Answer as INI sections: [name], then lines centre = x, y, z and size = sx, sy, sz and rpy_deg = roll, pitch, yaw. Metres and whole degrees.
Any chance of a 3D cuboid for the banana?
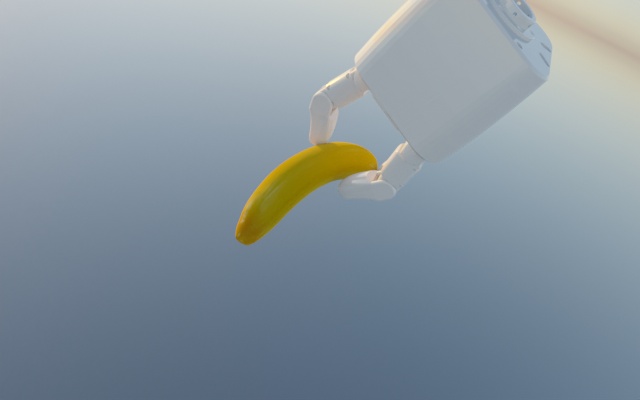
[banana]
centre = -0.002, -0.017, 0.453
size = 0.198, 0.069, 0.037
rpy_deg = -18, 7, -42
